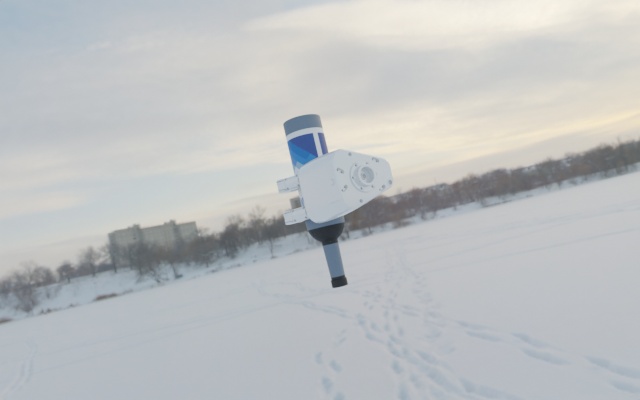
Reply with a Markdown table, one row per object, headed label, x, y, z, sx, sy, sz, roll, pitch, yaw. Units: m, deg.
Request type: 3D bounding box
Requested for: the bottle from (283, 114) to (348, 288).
| label | x | y | z | sx | sy | sz | roll | pitch | yaw |
| --- | --- | --- | --- | --- | --- | --- | --- | --- | --- |
| bottle | 0.000 | 0.002 | 0.822 | 0.069 | 0.295 | 0.069 | -13 | -5 | -1 |
